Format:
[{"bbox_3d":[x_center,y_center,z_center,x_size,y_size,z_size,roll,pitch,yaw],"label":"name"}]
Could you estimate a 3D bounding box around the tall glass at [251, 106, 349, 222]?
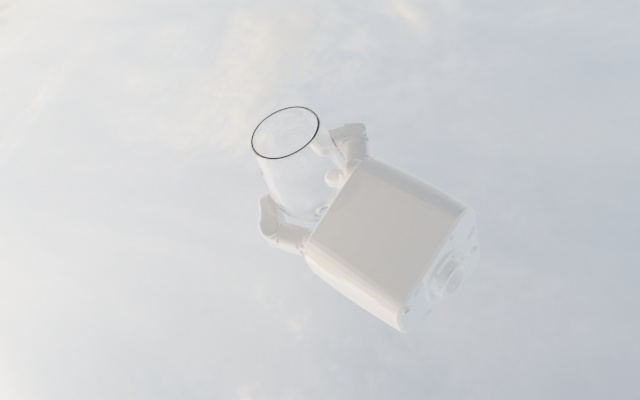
[{"bbox_3d":[0.000,0.002,0.474,0.079,0.079,0.201,0,-37,23],"label":"tall glass"}]
